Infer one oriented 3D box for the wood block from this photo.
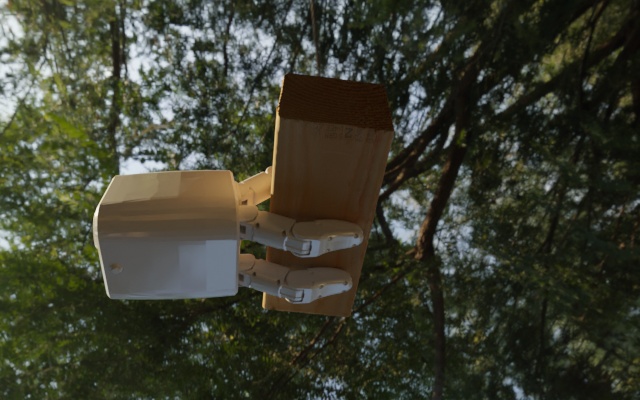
[{"bbox_3d":[0.000,0.001,0.440,0.090,0.206,0.090,6,36,-4],"label":"wood block"}]
